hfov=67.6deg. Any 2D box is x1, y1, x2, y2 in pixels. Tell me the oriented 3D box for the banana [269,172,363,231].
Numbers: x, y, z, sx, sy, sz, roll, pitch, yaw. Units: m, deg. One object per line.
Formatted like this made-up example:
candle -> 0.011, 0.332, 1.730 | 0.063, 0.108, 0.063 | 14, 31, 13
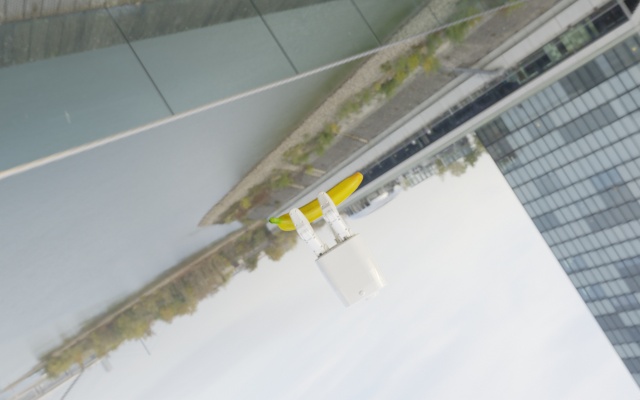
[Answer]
banana -> -0.004, 0.010, 0.916 | 0.198, 0.037, 0.070 | -29, -12, -12
